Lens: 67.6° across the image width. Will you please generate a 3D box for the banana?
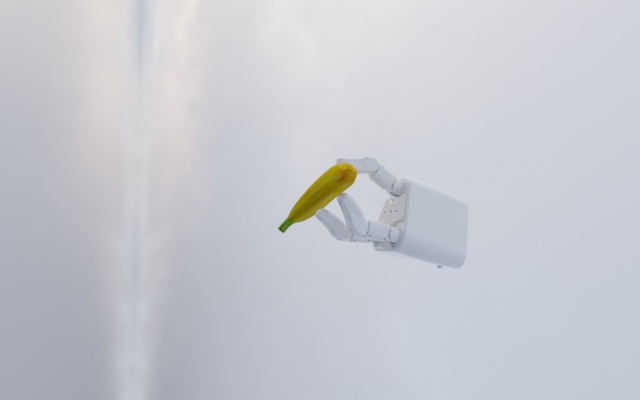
[{"bbox_3d":[0.005,-0.010,0.667,0.037,0.069,0.198,35,-38,-10],"label":"banana"}]
